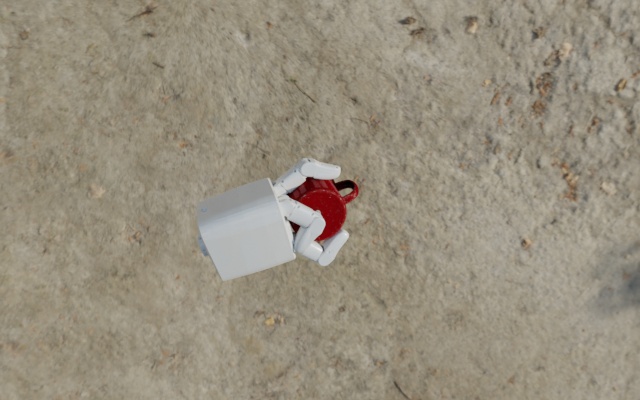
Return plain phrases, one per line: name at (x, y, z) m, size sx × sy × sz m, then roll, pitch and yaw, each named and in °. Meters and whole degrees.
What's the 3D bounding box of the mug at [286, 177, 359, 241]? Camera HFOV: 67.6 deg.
mug at (0.002, 0.002, 0.687) m, size 0.117 × 0.093 × 0.081 m, roll -19°, pitch 26°, yaw -6°
